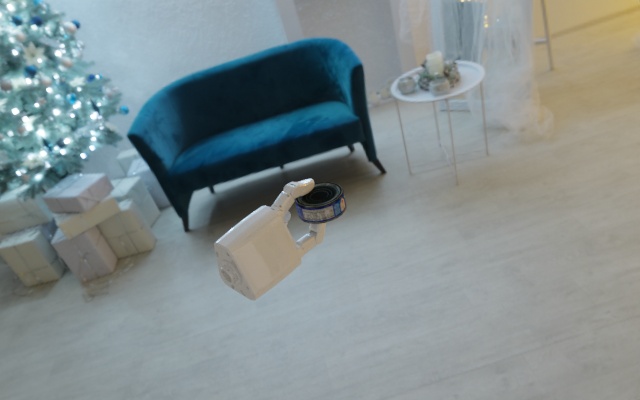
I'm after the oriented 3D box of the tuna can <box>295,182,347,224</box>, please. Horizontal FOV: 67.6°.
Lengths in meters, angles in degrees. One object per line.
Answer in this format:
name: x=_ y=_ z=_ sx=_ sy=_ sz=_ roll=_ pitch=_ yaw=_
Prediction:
tuna can: x=0.000 y=0.002 z=0.820 sx=0.086 sy=0.034 sz=0.086 roll=-9 pitch=29 yaw=5
